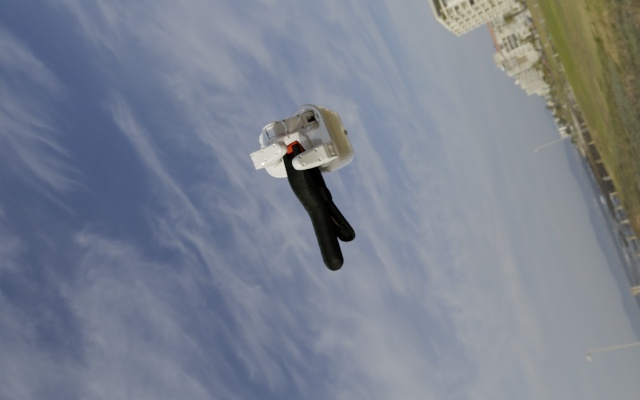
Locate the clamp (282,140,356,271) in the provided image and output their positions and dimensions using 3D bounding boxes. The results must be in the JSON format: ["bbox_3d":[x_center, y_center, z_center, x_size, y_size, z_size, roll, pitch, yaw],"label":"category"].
[{"bbox_3d":[-0.001,0.002,0.639,0.039,0.171,0.120,-22,0,12],"label":"clamp"}]
